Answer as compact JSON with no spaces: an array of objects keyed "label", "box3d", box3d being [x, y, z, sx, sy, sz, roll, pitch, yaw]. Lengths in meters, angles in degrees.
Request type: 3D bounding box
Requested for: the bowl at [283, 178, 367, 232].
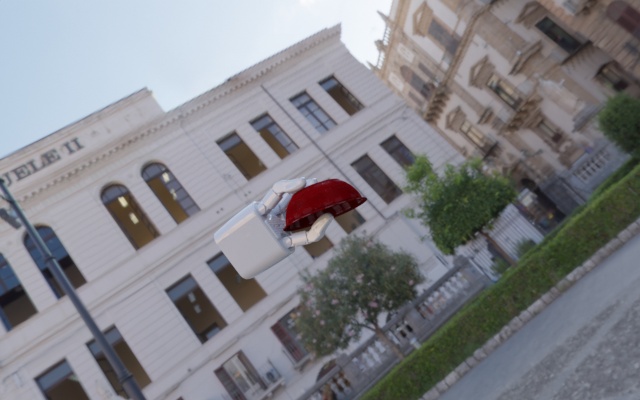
[{"label":"bowl","box3d":[0.001,0.002,0.863,0.162,0.055,0.162,-20,-9,-3]}]
